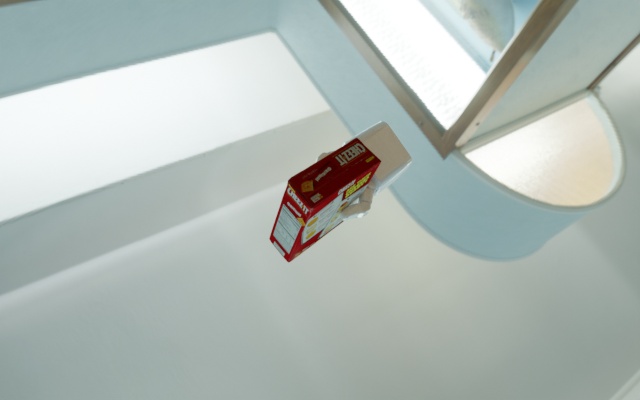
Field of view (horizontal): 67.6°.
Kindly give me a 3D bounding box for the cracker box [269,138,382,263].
[{"bbox_3d":[0.000,0.003,0.859,0.164,0.072,0.214,-35,-16,-30],"label":"cracker box"}]
